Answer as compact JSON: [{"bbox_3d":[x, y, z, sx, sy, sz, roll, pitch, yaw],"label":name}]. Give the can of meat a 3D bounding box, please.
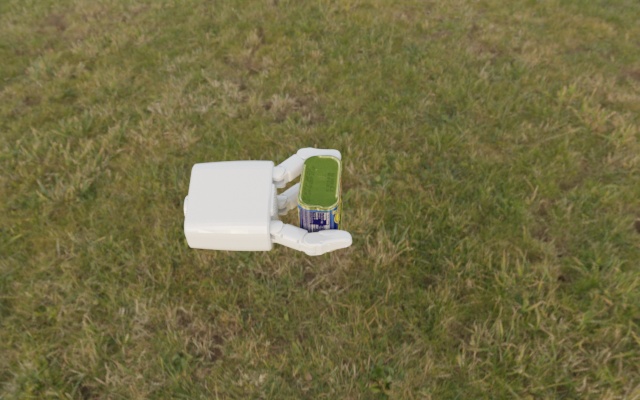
[{"bbox_3d":[0.000,0.002,0.628,0.057,0.102,0.084,3,-43,4],"label":"can of meat"}]
